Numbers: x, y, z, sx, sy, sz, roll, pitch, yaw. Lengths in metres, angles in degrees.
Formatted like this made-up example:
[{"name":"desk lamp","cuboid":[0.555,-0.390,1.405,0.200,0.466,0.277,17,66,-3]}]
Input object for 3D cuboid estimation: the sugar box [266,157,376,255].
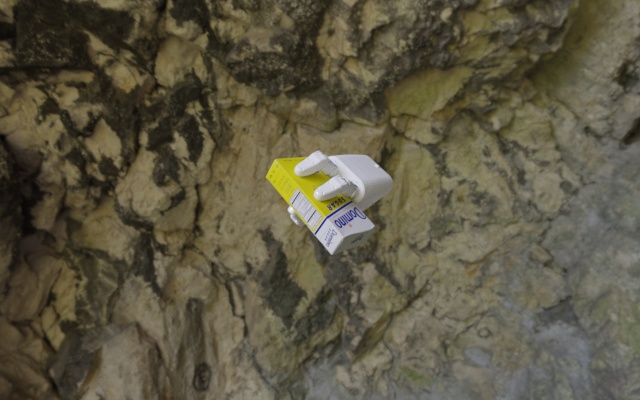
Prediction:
[{"name":"sugar box","cuboid":[0.000,0.002,0.766,0.176,0.048,0.093,46,32,24]}]
